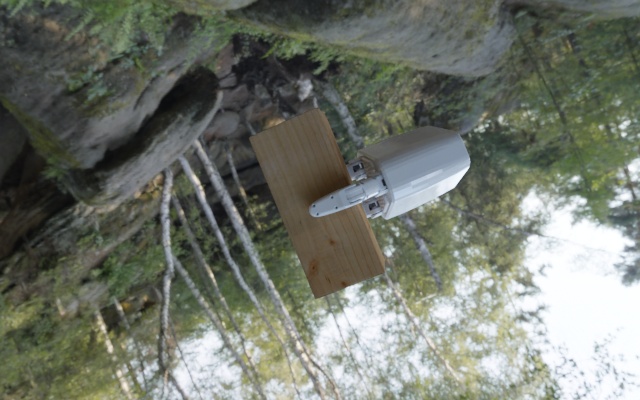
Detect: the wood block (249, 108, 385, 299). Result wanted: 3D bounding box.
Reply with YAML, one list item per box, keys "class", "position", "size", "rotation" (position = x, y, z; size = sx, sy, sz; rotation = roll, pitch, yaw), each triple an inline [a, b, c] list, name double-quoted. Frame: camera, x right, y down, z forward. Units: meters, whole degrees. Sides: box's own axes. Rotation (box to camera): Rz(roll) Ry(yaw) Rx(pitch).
- class: "wood block"
  position: [0.000, 0.002, 0.593]
  size: [0.090, 0.206, 0.091]
  rotation: [-22, 0, 8]
